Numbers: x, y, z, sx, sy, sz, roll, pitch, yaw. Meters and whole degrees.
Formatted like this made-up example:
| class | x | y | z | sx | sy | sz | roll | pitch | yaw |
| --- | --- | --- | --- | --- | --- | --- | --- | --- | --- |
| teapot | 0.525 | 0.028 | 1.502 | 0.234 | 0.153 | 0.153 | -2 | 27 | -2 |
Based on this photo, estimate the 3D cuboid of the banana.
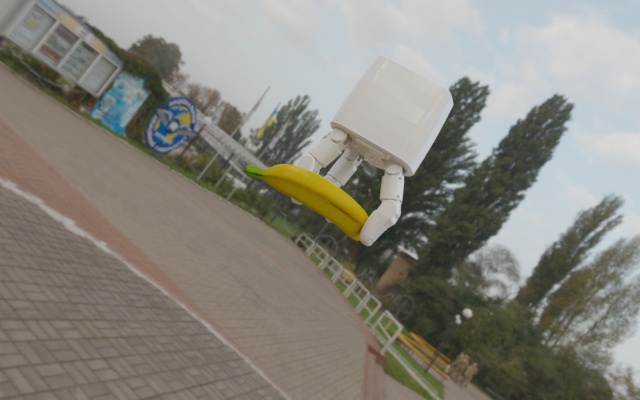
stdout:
| class | x | y | z | sx | sy | sz | roll | pitch | yaw |
| --- | --- | --- | --- | --- | --- | --- | --- | --- | --- |
| banana | 0.009 | 0.004 | 0.544 | 0.198 | 0.037 | 0.069 | 34 | -10 | -38 |
